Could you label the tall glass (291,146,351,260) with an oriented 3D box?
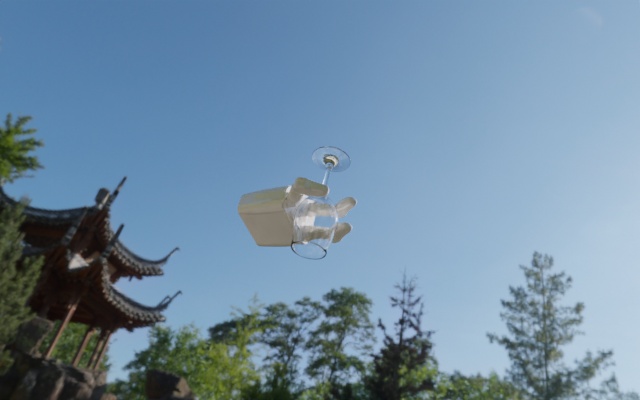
[{"bbox_3d":[0.000,0.002,0.851,0.079,0.201,0.079,10,-33,6],"label":"tall glass"}]
